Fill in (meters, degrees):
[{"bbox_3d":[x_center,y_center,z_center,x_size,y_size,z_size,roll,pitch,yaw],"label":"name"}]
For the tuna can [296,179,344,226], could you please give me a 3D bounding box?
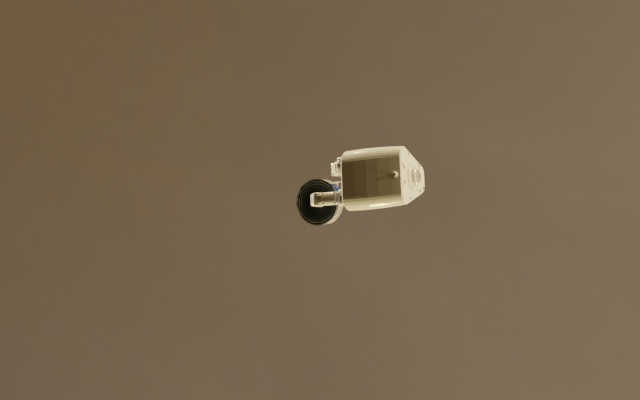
[{"bbox_3d":[0.000,0.003,0.881,0.086,0.086,0.034,0,0,29],"label":"tuna can"}]
